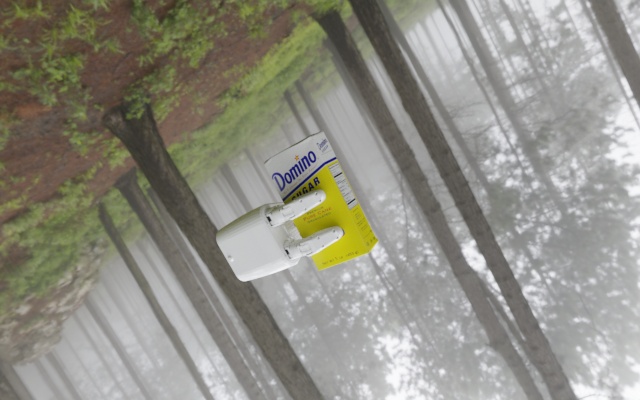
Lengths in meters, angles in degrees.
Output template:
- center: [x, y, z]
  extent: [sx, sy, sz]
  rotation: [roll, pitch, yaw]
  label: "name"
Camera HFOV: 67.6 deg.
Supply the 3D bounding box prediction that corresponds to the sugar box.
- center: [0.000, 0.003, 0.669]
  extent: [0.093, 0.176, 0.048]
  rotation: [-25, 7, 32]
  label: "sugar box"
